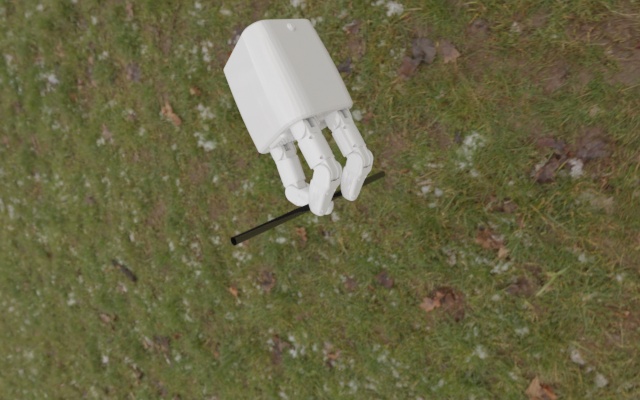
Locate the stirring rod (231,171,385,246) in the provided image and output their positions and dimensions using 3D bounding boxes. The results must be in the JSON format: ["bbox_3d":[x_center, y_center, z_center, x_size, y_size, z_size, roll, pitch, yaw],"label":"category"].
[{"bbox_3d":[0.000,0.002,0.509,0.011,0.011,0.239,0,17,42],"label":"stirring rod"}]
